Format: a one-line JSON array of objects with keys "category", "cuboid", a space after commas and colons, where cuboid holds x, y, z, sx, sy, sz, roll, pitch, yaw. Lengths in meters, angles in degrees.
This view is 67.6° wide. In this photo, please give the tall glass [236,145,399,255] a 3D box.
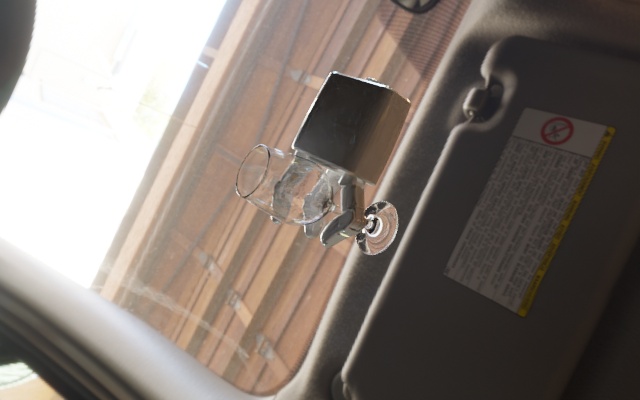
[{"category": "tall glass", "cuboid": [0.001, 0.002, 0.569, 0.201, 0.079, 0.079, 24, -15, -35]}]
